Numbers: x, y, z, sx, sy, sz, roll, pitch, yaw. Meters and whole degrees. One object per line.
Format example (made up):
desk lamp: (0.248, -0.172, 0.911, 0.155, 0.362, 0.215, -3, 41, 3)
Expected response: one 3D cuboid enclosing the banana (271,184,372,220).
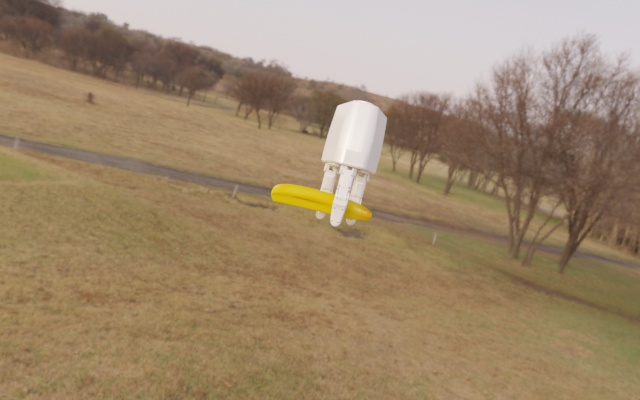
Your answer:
banana: (-0.010, 0.000, 0.822, 0.198, 0.037, 0.069, 12, -3, 25)
